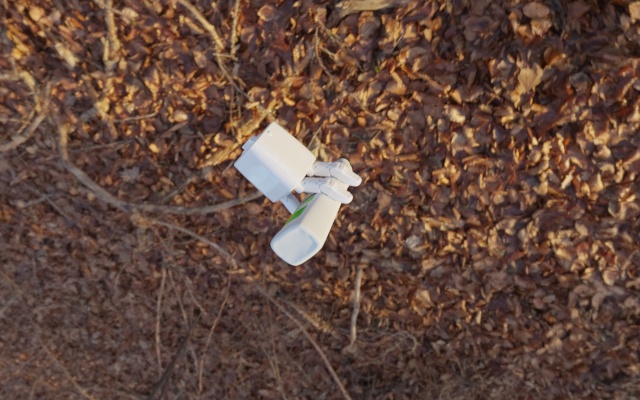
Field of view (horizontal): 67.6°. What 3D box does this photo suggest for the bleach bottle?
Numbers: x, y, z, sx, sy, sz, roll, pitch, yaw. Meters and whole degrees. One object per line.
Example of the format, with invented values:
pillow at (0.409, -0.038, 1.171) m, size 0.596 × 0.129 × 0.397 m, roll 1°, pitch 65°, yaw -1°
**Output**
bleach bottle at (0.000, 0.003, 0.889) m, size 0.103 × 0.068 × 0.250 m, roll -38°, pitch 15°, yaw 40°
